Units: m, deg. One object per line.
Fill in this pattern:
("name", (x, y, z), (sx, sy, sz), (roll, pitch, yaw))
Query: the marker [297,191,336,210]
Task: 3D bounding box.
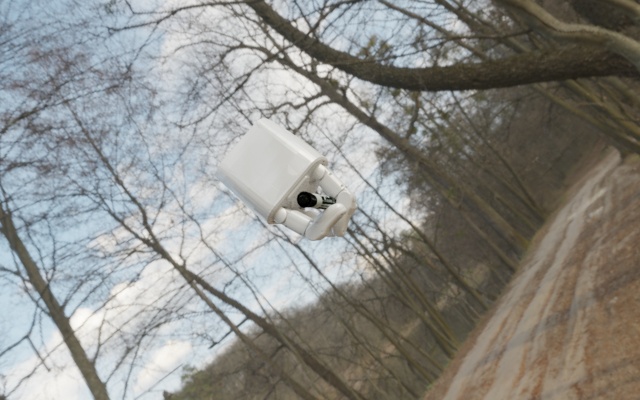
("marker", (0.000, 0.002, 0.583), (0.020, 0.020, 0.121), (0, -3, 20))
